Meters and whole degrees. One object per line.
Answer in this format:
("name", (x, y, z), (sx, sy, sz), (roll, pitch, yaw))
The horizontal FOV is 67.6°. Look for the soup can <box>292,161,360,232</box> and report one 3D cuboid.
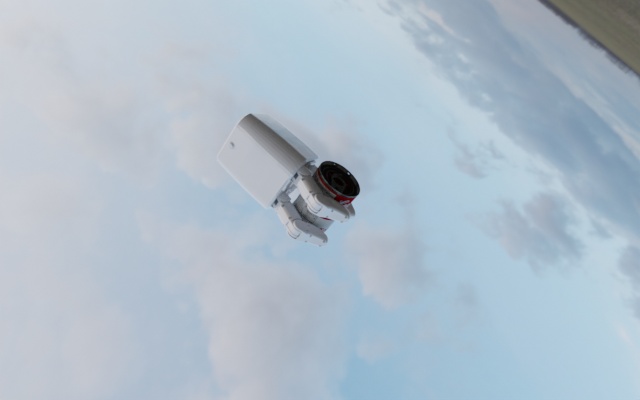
("soup can", (0.000, 0.003, 0.687), (0.068, 0.068, 0.102), (0, -41, -46))
